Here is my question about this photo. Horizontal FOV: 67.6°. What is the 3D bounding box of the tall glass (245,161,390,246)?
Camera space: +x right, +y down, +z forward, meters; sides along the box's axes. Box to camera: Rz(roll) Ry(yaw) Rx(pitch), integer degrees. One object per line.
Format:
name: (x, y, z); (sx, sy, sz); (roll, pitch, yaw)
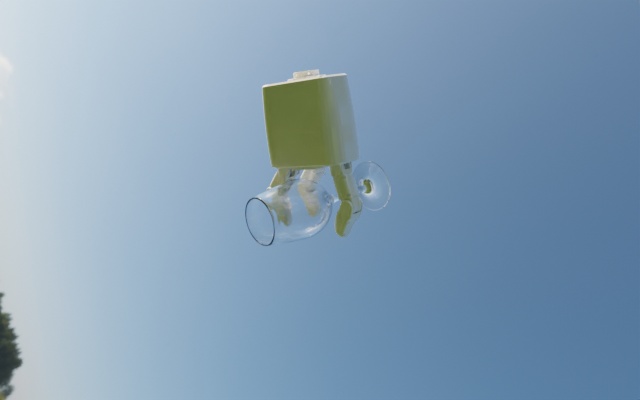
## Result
tall glass: (0.001, 0.002, 0.637); (0.201, 0.079, 0.079); (-18, 12, -39)
